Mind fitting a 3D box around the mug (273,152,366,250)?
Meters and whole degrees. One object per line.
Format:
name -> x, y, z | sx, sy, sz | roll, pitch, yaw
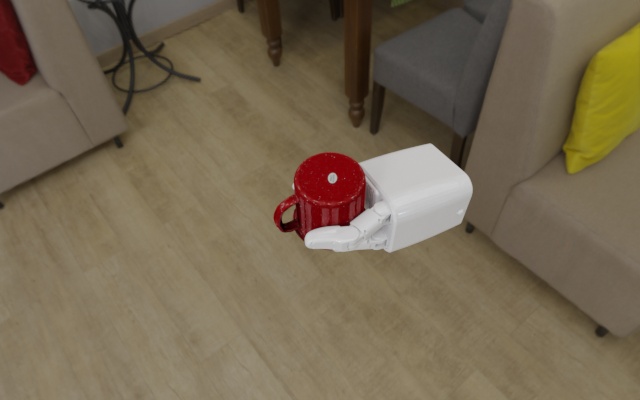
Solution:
mug -> -0.001, 0.002, 0.558 | 0.117, 0.093, 0.082 | -19, -36, -13
